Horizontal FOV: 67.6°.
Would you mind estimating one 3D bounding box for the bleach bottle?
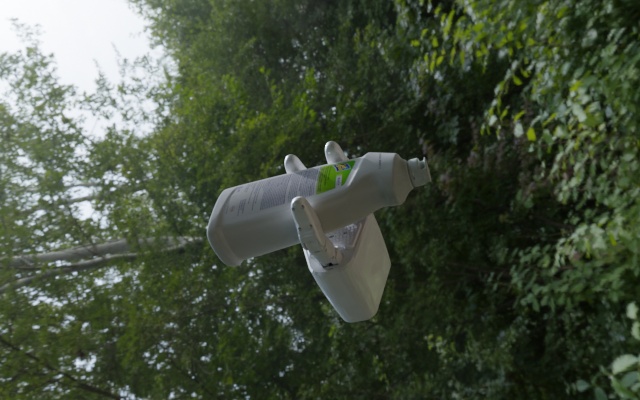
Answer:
[{"bbox_3d":[0.000,0.002,0.548,0.251,0.068,0.102,-14,37,17],"label":"bleach bottle"}]
